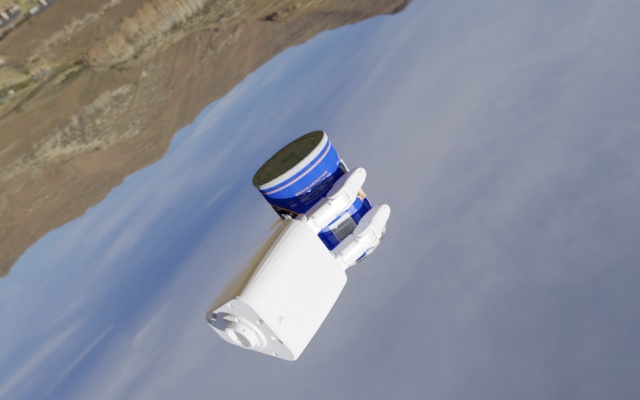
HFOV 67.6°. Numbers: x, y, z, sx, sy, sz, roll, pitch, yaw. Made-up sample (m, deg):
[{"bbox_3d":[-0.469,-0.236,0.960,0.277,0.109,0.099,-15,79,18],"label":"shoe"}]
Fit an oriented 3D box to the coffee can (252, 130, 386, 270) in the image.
[{"bbox_3d":[0.000,0.002,0.577,0.103,0.140,0.102,-31,22,14],"label":"coffee can"}]
